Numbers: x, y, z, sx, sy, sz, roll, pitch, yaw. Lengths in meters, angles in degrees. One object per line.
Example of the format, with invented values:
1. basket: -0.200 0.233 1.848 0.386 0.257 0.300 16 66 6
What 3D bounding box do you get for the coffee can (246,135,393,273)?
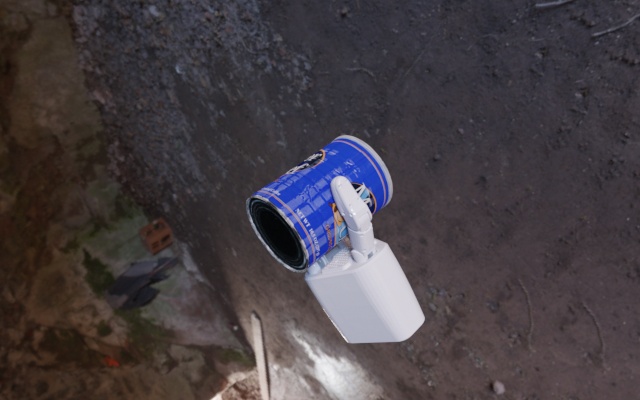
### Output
1. coffee can: 0.000 0.002 0.556 0.140 0.103 0.103 -37 19 -27
